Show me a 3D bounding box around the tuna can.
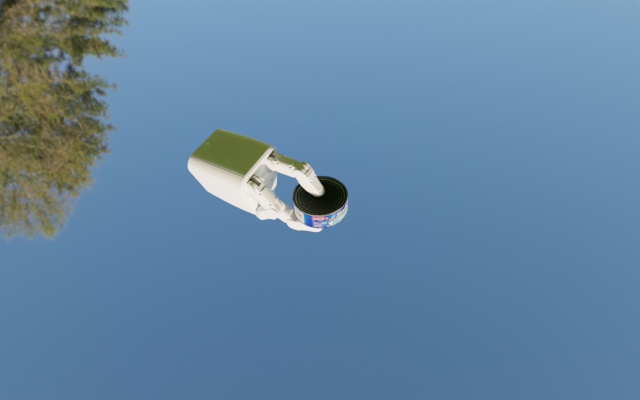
[{"bbox_3d":[0.000,0.003,0.744,0.086,0.086,0.034,0,-43,4],"label":"tuna can"}]
